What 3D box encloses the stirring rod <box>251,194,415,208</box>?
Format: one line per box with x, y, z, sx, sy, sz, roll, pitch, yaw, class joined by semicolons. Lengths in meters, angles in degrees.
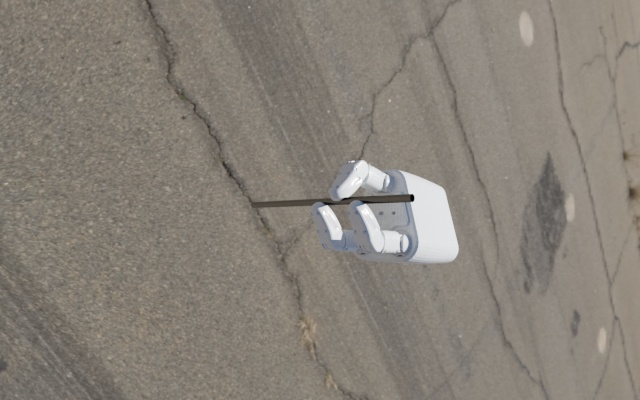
0.000;0.002;0.534;0.239;0.011;0.011;-3;-2;44;stirring rod
